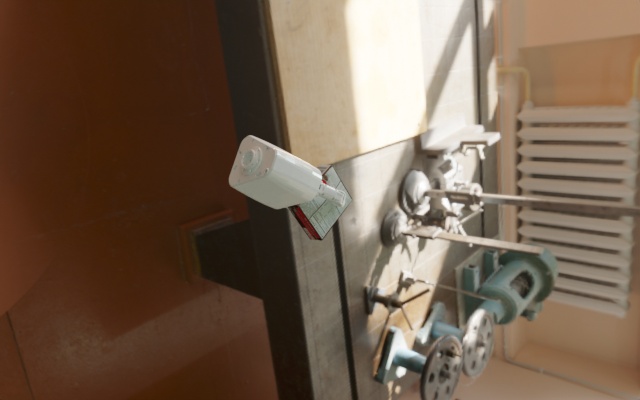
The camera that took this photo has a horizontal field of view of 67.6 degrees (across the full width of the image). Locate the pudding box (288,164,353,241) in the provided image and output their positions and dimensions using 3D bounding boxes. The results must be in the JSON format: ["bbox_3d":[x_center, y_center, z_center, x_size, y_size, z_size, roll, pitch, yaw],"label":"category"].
[{"bbox_3d":[0.000,0.003,0.867,0.039,0.090,0.113,6,47,47],"label":"pudding box"}]
